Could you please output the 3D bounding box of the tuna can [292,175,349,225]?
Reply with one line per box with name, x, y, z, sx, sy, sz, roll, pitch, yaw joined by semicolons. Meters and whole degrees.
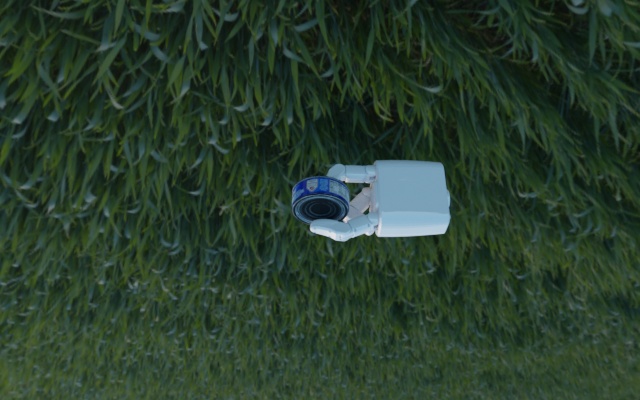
tuna can;0.000;0.003;0.704;0.086;0.033;0.086;1;-35;1
